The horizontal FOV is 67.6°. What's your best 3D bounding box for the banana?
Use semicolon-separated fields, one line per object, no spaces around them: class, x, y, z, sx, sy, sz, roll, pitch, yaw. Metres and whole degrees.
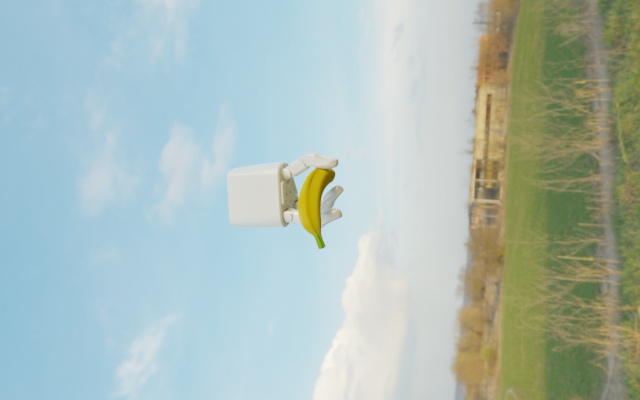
banana;-0.007;-0.009;0.797;0.037;0.070;0.197;-11;37;19
